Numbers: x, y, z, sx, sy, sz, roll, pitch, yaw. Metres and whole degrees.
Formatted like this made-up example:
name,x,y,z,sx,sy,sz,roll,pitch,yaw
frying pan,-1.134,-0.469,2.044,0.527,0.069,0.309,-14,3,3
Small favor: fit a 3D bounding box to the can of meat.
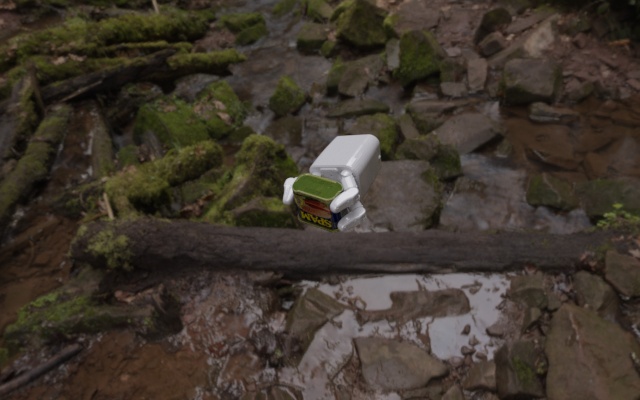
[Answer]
name,x,y,z,sx,sy,sz,roll,pitch,yaw
can of meat,0.000,0.003,0.892,0.102,0.084,0.057,18,52,28
